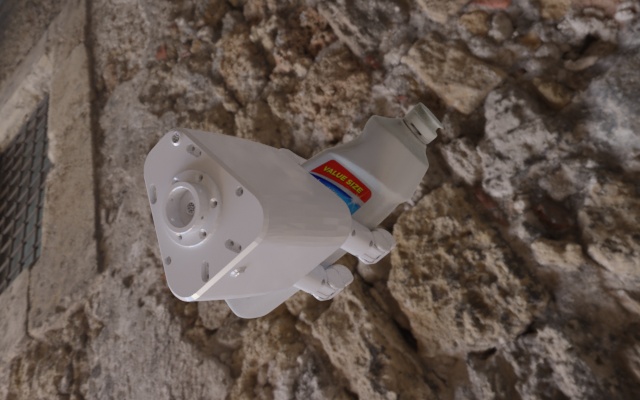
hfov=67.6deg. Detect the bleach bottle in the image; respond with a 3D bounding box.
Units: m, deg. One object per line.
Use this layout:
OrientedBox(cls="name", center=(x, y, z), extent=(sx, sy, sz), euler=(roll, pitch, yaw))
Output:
OrientedBox(cls="bleach bottle", center=(0.000, 0.002, 0.439), extent=(0.251, 0.102, 0.068), euler=(-42, -23, 20))
